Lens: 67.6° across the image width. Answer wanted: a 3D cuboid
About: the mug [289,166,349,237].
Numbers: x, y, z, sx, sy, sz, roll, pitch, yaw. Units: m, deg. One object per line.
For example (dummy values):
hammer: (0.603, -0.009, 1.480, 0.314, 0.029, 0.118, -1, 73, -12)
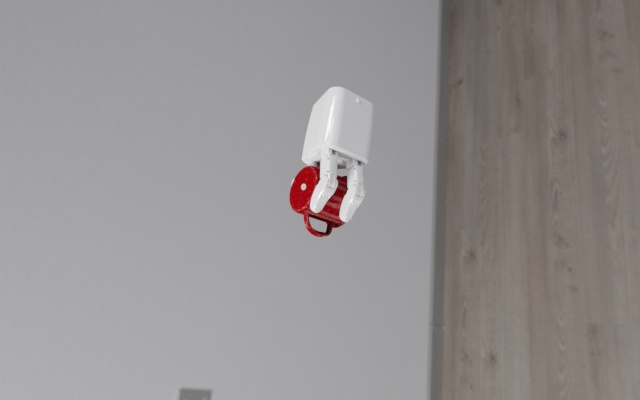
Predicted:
mug: (0.000, 0.004, 0.791, 0.081, 0.117, 0.093, 19, -19, -32)
